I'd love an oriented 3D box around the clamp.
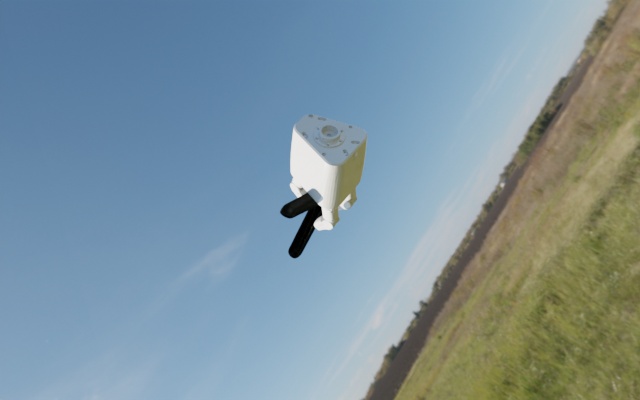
[{"bbox_3d":[0.000,0.002,0.861,0.036,0.210,0.165,32,-32,18],"label":"clamp"}]
